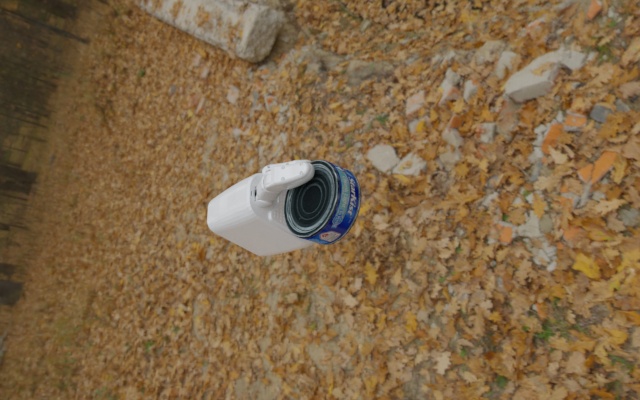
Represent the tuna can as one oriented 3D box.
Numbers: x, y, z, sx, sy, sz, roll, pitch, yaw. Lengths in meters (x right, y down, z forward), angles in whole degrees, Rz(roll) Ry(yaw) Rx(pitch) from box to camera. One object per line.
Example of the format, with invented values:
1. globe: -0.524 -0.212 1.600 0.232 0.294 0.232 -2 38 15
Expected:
1. tuna can: 0.000 0.001 0.500 0.034 0.086 0.086 20 -13 -40
